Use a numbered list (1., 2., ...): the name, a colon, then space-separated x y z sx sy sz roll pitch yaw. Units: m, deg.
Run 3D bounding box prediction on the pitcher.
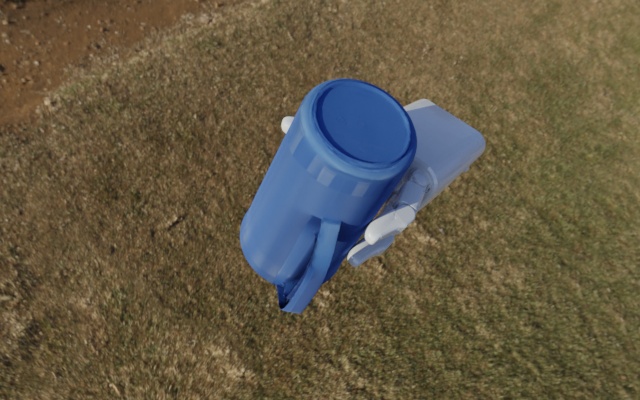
1. pitcher: 0.000 0.001 0.494 0.145 0.149 0.243 -30 -16 -31
